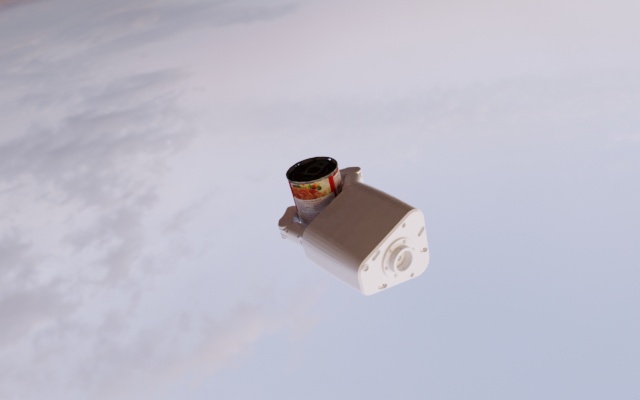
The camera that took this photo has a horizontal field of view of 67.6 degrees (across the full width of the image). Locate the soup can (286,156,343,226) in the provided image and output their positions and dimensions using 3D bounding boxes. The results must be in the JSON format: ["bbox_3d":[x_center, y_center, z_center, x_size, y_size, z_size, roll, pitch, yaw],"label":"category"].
[{"bbox_3d":[0.000,0.002,0.629,0.068,0.102,0.068,-11,30,7],"label":"soup can"}]
